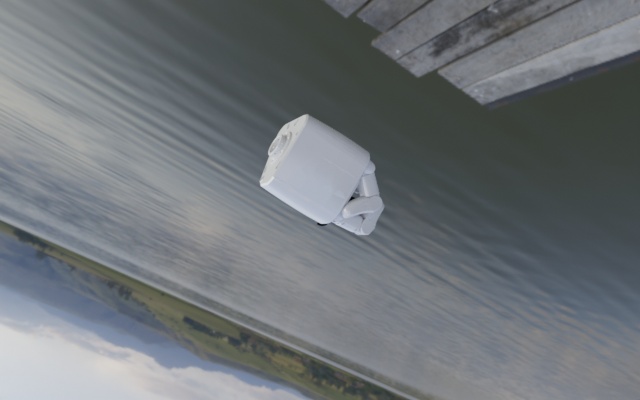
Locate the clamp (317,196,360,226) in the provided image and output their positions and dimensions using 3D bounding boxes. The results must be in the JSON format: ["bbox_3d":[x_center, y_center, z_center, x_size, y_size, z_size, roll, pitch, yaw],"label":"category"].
[{"bbox_3d":[0.000,0.003,0.748,0.120,0.039,0.171,31,-18,-23],"label":"clamp"}]
